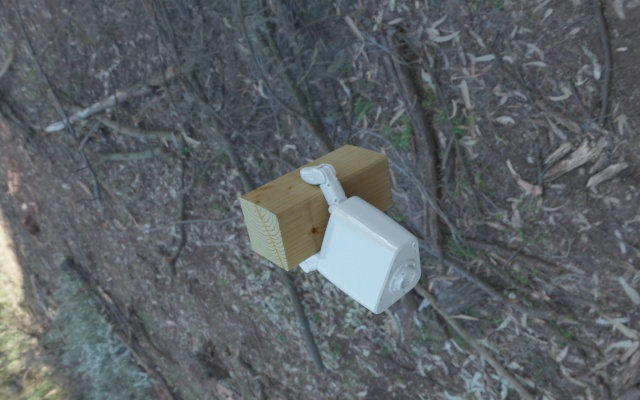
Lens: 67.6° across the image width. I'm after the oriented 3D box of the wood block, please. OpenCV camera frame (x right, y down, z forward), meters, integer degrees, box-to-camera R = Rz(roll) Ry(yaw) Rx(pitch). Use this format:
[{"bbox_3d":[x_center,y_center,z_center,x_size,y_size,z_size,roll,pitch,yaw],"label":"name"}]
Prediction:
[{"bbox_3d":[0.000,0.002,0.693,0.206,0.091,0.090,-29,33,-32],"label":"wood block"}]
